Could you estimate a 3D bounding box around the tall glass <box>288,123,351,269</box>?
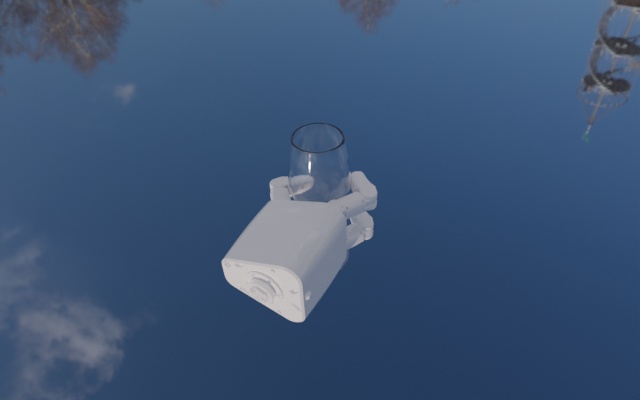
[{"bbox_3d":[0.000,0.002,0.612,0.079,0.201,0.079,-1,41,1],"label":"tall glass"}]
